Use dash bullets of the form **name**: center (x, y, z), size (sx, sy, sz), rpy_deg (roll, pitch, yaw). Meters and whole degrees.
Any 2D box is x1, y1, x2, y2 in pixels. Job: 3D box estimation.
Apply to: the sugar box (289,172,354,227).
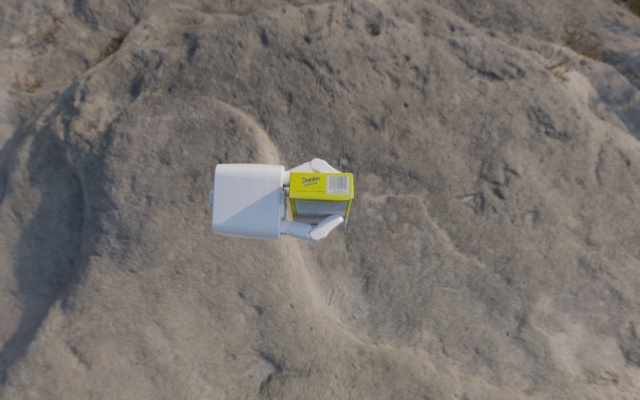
- **sugar box**: center (0.000, 0.002, 0.762), size (0.093, 0.048, 0.176), rpy_deg (2, -14, -1)
